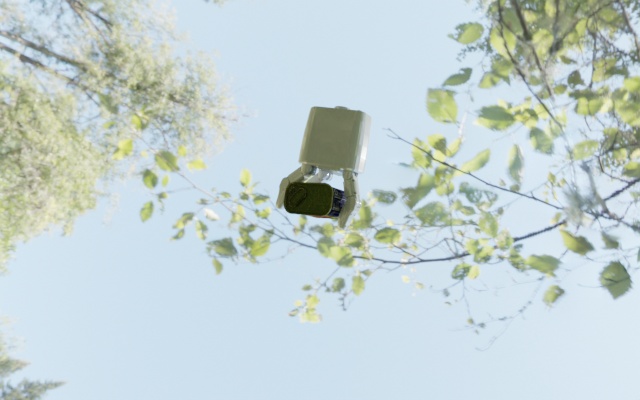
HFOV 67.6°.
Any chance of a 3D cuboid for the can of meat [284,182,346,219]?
[{"bbox_3d":[0.000,0.003,0.855,0.102,0.057,0.084,3,-7,34],"label":"can of meat"}]
